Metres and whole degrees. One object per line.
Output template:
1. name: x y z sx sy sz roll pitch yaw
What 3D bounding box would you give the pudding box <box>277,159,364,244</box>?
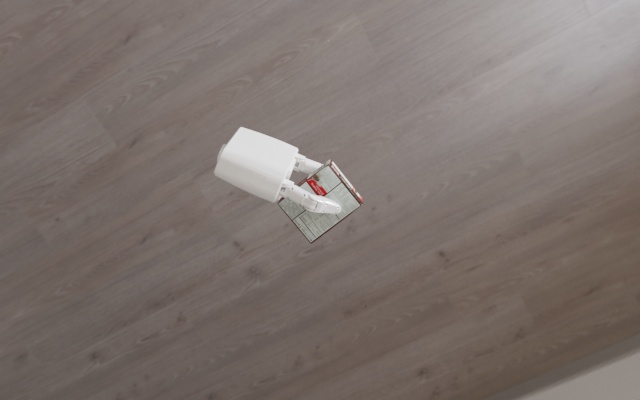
1. pudding box: 0.000 0.003 0.781 0.113 0.090 0.039 -37 8 16
